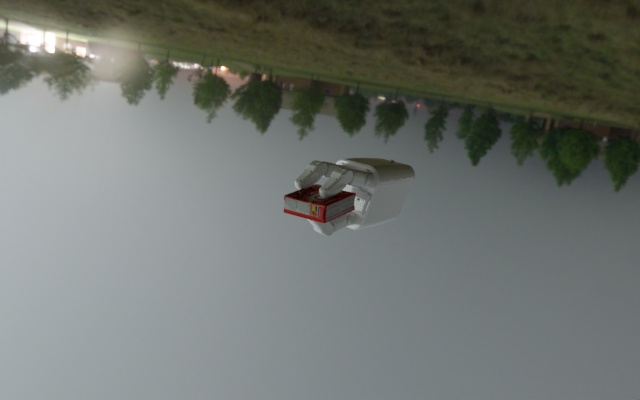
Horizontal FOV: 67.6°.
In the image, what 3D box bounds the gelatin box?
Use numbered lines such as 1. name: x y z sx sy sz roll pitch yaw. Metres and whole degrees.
1. gelatin box: 0.000 0.003 0.710 0.073 0.030 0.089 14 21 31
